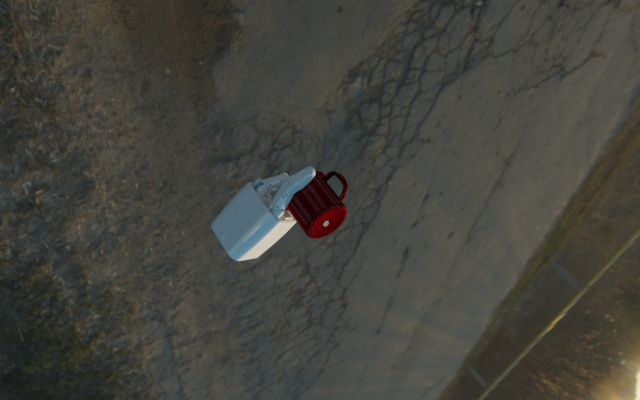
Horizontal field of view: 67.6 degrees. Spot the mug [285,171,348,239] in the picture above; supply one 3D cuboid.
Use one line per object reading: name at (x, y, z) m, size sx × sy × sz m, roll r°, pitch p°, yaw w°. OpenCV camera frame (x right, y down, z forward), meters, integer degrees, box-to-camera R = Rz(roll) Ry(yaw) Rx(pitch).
mug at (0.001, 0.002, 0.807) m, size 0.081 × 0.117 × 0.093 m, roll 53°, pitch 14°, yaw 31°
